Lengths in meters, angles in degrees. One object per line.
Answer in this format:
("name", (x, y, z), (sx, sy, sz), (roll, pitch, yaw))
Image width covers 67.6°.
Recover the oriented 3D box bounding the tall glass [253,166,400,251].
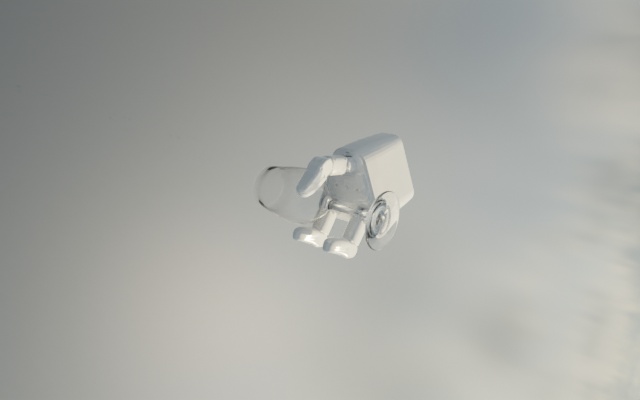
("tall glass", (0.001, 0.002, 0.634), (0.201, 0.079, 0.079), (16, 10, 37))
